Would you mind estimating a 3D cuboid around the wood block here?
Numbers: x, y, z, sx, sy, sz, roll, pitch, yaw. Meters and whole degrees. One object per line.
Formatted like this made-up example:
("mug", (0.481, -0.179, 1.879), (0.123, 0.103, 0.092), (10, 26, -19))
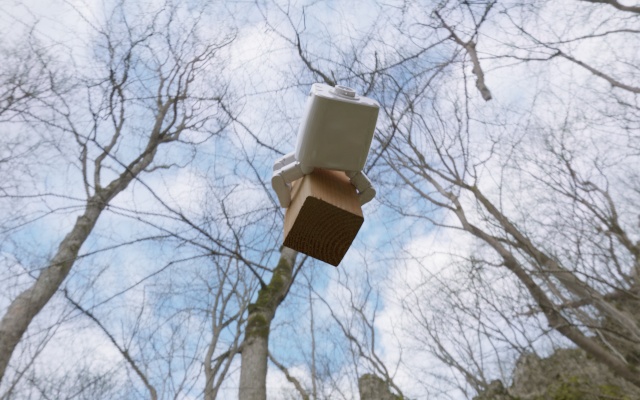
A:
("wood block", (0.001, 0.002, 0.757), (0.091, 0.090, 0.206), (23, 22, -12))
